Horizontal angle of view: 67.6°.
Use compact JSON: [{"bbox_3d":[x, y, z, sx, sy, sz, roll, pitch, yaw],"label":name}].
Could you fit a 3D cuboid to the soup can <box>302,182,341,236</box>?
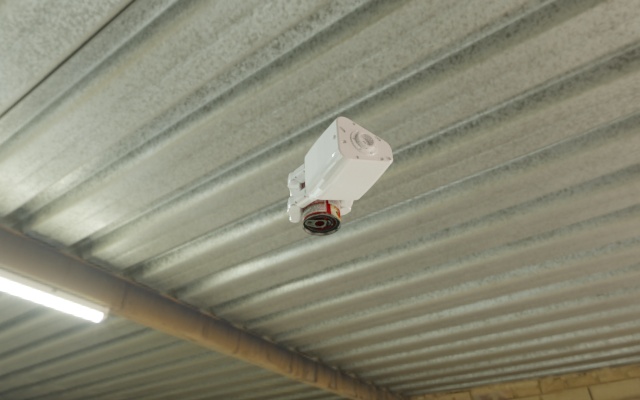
[{"bbox_3d":[0.000,0.003,0.855,0.068,0.102,0.069,-2,-36,-1],"label":"soup can"}]
